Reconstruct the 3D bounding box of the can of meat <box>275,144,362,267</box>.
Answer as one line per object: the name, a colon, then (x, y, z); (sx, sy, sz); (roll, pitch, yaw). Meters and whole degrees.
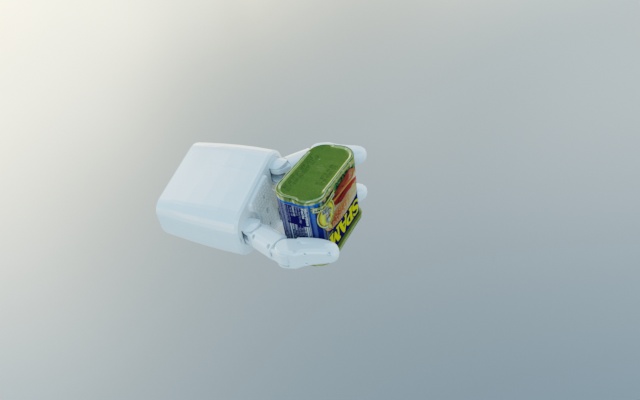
can of meat: (0.000, 0.001, 0.493); (0.057, 0.084, 0.102); (13, 44, 25)
